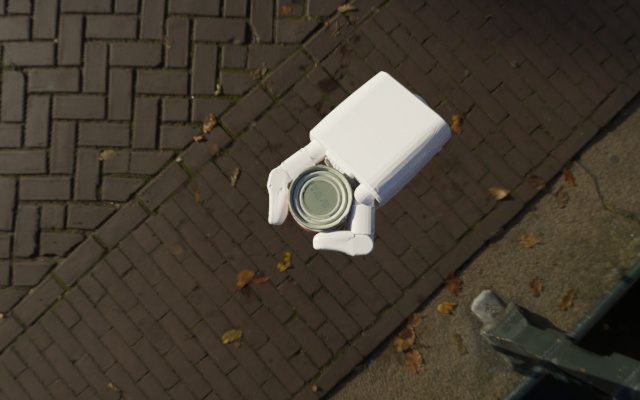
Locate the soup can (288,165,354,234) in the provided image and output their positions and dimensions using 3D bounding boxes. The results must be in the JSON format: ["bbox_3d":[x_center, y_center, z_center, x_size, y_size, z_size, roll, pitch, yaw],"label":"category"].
[{"bbox_3d":[0.000,0.002,0.524,0.068,0.068,0.102,0,-5,0],"label":"soup can"}]
